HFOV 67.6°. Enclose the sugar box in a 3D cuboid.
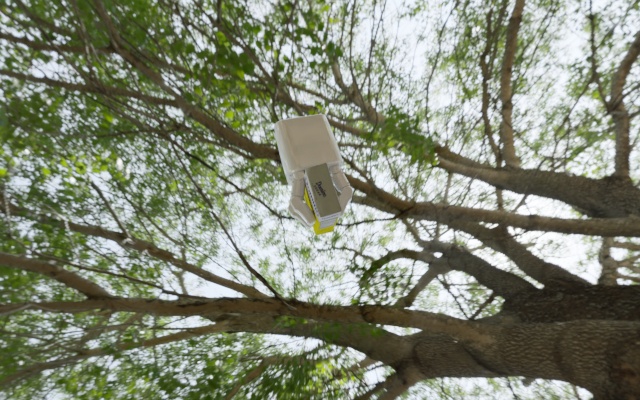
[{"bbox_3d":[0.000,0.003,0.888,0.048,0.093,0.176,-16,-14,-5],"label":"sugar box"}]
